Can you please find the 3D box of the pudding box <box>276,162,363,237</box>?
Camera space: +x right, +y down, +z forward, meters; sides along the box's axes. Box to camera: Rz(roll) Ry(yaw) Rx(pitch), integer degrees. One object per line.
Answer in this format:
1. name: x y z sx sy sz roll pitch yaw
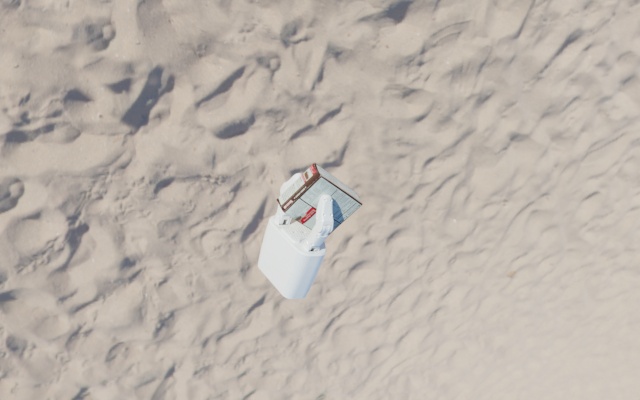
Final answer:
1. pudding box: 0.000 0.003 0.777 0.113 0.090 0.039 33 20 -42
